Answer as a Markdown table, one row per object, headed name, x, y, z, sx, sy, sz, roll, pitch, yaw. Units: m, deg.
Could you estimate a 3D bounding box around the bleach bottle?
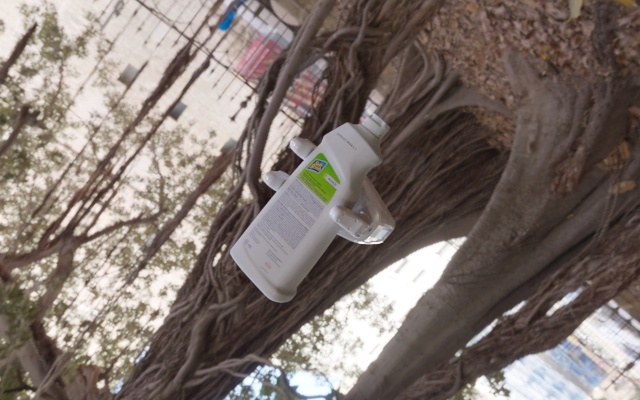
| name | x | y | z | sx | sy | sz | roll | pitch | yaw |
| --- | --- | --- | --- | --- | --- | --- | --- | --- | --- |
| bleach bottle | 0.000 | 0.002 | 0.596 | 0.102 | 0.251 | 0.068 | 43 | 9 | 21 |
